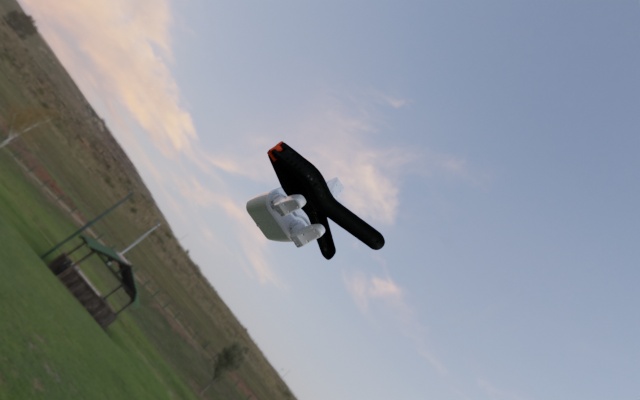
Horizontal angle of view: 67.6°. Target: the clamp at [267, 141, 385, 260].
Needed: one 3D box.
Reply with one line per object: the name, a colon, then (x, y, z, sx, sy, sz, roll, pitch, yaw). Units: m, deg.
clamp: (0.000, 0.001, 0.708, 0.036, 0.210, 0.164, -41, 15, -29)
